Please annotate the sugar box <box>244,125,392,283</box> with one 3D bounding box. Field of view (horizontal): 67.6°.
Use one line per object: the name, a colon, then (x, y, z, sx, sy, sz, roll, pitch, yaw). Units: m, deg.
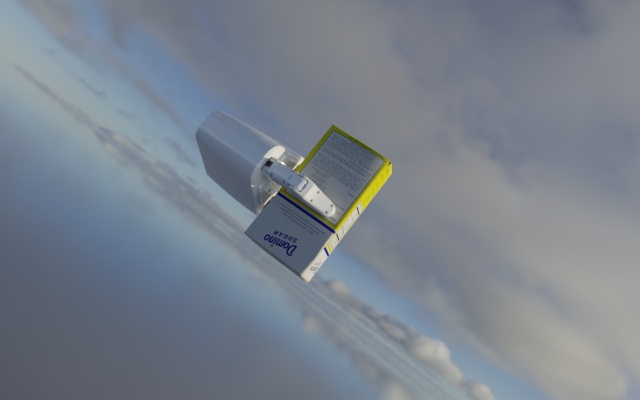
sugar box: (0.000, 0.002, 0.584, 0.093, 0.176, 0.048, 35, -10, 20)
